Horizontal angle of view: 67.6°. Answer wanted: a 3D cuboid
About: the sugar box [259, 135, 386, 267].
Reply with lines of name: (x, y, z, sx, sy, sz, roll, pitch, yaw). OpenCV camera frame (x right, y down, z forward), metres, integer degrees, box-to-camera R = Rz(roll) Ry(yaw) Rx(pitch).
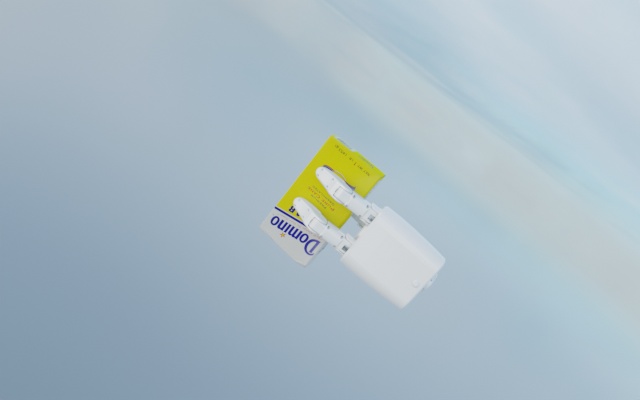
sugar box: (0.000, 0.002, 0.682, 0.093, 0.176, 0.048, 41, 15, 8)
